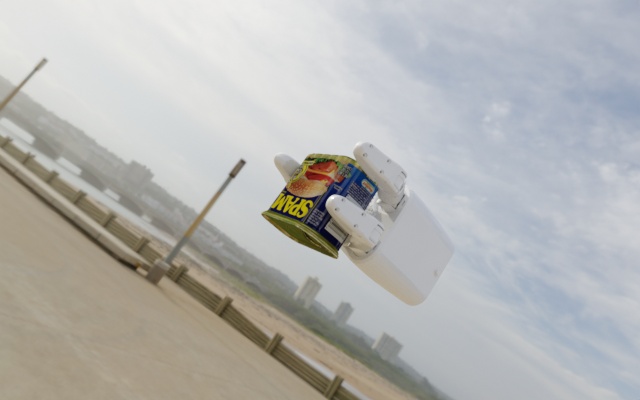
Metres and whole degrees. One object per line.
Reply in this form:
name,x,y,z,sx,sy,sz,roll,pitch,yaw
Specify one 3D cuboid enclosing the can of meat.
can of meat,0.000,0.001,0.478,0.057,0.084,0.102,42,-14,-29
